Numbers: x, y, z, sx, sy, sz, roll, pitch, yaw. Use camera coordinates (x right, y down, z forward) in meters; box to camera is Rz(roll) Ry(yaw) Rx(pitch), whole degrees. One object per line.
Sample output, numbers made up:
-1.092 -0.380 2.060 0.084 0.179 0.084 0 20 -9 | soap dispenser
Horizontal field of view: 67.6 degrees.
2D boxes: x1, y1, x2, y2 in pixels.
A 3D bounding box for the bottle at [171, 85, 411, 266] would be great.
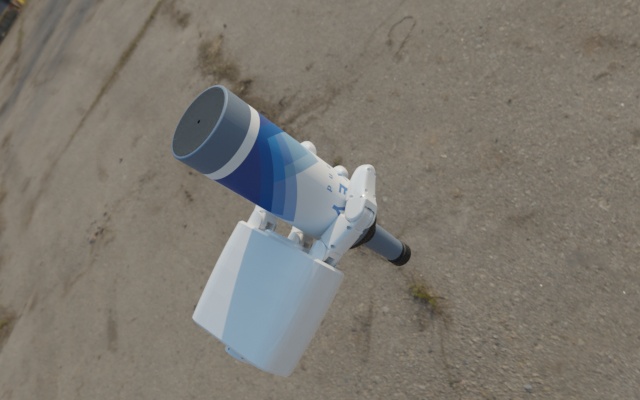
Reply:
0.000 0.001 0.460 0.069 0.069 0.296 0 -25 45 | bottle
